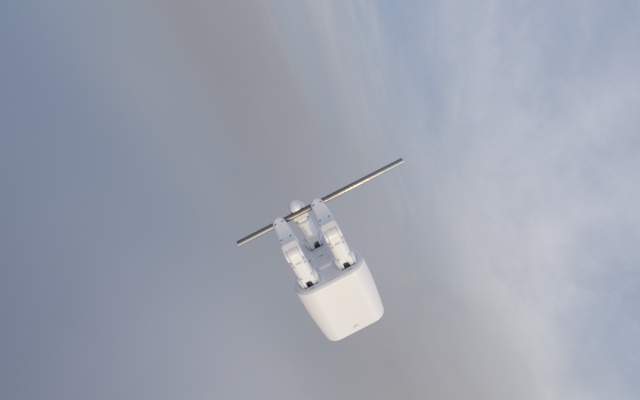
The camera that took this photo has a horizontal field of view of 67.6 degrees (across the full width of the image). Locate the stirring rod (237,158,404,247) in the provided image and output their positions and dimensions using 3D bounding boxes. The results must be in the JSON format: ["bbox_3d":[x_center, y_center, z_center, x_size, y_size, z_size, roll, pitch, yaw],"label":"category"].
[{"bbox_3d":[0.000,0.002,0.623,0.239,0.011,0.011,-27,0,-1],"label":"stirring rod"}]
